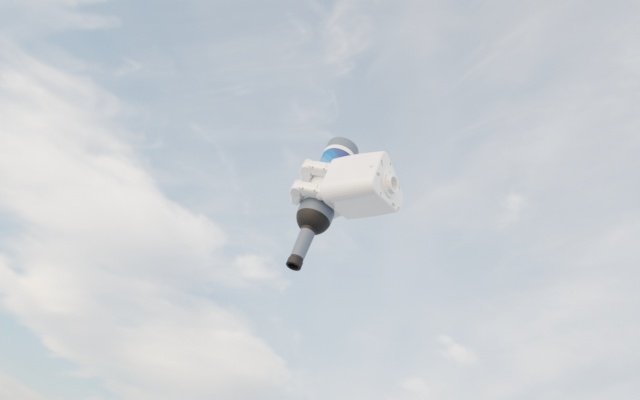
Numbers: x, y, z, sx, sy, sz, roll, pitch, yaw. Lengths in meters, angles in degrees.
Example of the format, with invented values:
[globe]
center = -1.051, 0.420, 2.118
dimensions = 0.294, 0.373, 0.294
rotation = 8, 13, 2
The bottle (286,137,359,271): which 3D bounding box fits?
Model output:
[bottle]
center = 0.000, 0.003, 0.892
dimensions = 0.069, 0.295, 0.069
rotation = 14, -37, 11
